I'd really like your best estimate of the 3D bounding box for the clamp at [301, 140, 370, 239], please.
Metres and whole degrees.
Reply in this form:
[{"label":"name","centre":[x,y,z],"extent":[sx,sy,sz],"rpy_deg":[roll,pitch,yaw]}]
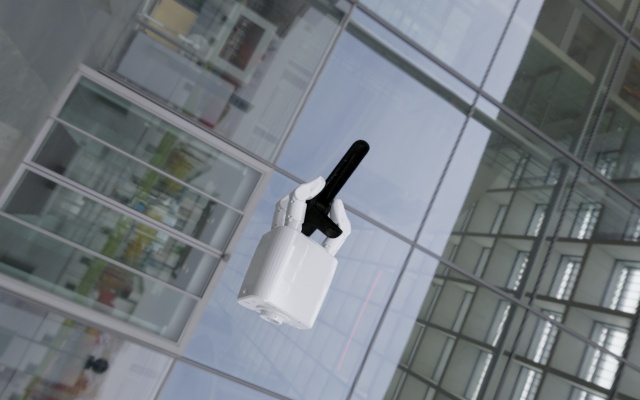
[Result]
[{"label":"clamp","centre":[0.000,0.003,0.728],"extent":[0.036,0.164,0.210],"rpy_deg":[32,-27,-16]}]
